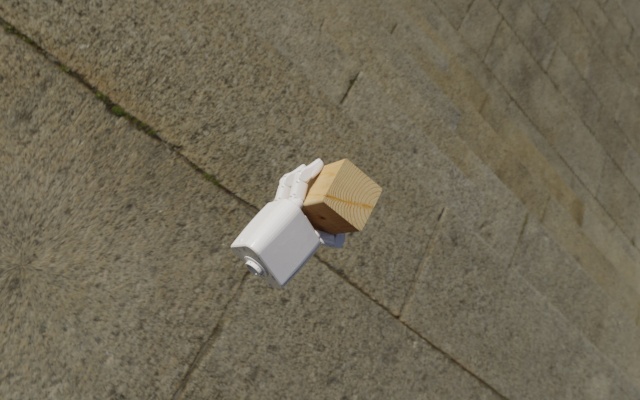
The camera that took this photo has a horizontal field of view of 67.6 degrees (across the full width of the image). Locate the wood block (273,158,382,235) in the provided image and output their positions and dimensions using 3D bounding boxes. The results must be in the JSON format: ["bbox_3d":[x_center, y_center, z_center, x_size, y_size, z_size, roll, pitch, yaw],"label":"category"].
[{"bbox_3d":[0.000,0.003,0.858,0.091,0.090,0.206,39,-25,-22],"label":"wood block"}]
